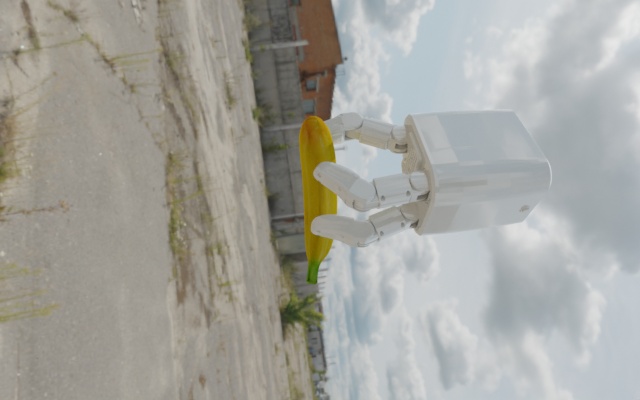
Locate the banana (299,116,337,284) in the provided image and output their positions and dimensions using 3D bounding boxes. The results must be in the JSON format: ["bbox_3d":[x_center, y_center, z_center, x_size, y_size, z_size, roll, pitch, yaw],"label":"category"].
[{"bbox_3d":[-0.001,-0.007,0.485,0.037,0.198,0.069,-2,36,-1],"label":"banana"}]
